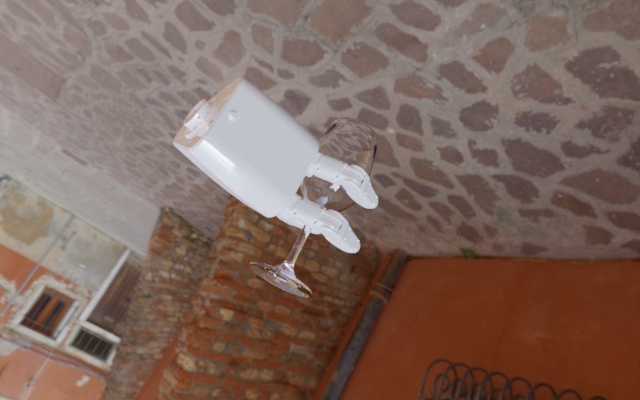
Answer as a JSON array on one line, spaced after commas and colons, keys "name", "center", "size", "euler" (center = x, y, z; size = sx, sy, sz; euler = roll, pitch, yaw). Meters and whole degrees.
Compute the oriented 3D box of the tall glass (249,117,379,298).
[{"name": "tall glass", "center": [0.000, 0.002, 0.537], "size": [0.079, 0.201, 0.079], "euler": [23, -23, 10]}]
